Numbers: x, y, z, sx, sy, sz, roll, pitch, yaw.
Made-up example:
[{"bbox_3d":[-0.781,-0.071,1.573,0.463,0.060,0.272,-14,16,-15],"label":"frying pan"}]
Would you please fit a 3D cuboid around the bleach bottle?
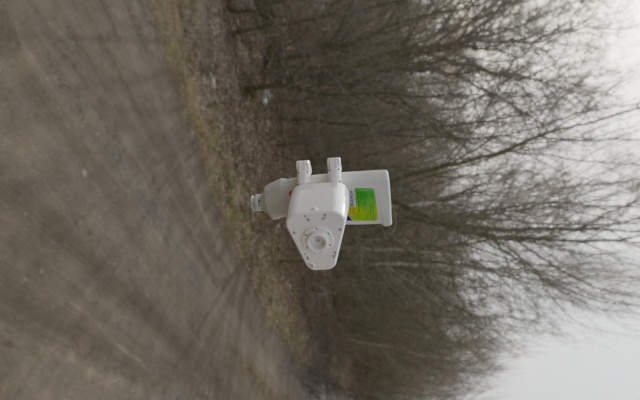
[{"bbox_3d":[0.000,0.003,0.869,0.251,0.103,0.068,-5,25,6],"label":"bleach bottle"}]
